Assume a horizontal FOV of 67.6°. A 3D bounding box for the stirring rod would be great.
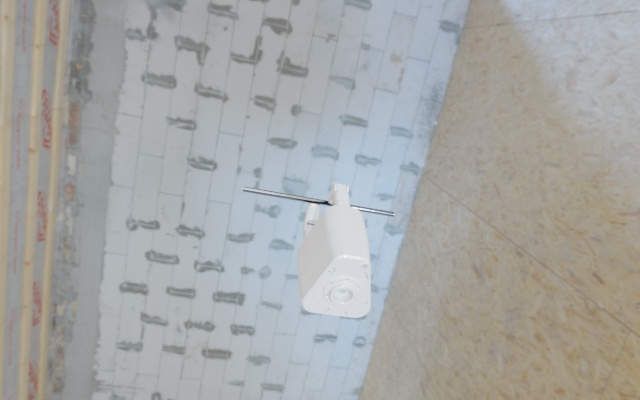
[{"bbox_3d":[0.000,0.002,0.740,0.239,0.011,0.011,10,-2,-10],"label":"stirring rod"}]
